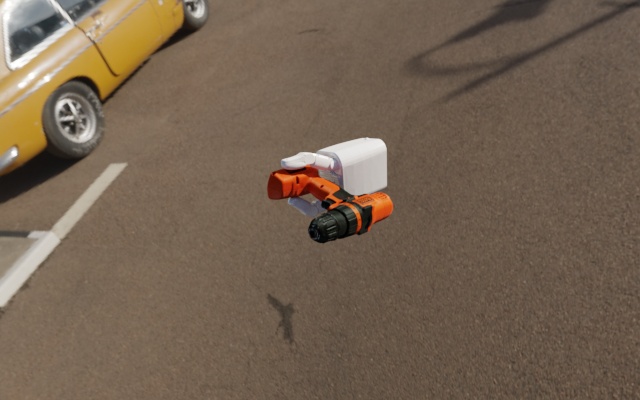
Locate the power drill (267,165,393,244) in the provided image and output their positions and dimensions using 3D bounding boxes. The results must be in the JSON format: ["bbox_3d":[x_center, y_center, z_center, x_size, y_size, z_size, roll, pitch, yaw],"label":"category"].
[{"bbox_3d":[0.000,0.002,0.789,0.187,0.057,0.184,29,29,34],"label":"power drill"}]
